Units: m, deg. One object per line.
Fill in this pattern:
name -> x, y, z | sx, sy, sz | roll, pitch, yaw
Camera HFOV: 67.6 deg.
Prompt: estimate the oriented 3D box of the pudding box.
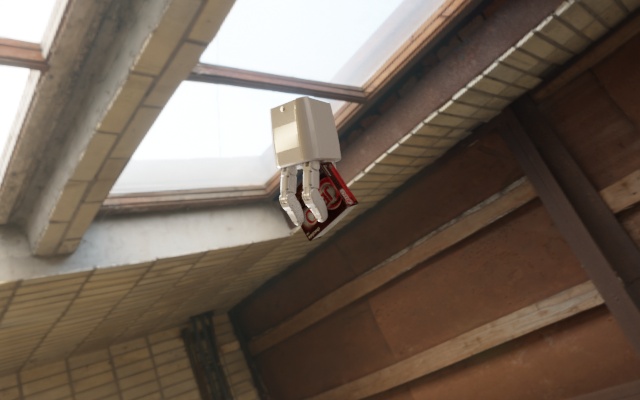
pudding box -> 0.000, 0.003, 0.819 | 0.039, 0.090, 0.113 | -13, -25, -47
